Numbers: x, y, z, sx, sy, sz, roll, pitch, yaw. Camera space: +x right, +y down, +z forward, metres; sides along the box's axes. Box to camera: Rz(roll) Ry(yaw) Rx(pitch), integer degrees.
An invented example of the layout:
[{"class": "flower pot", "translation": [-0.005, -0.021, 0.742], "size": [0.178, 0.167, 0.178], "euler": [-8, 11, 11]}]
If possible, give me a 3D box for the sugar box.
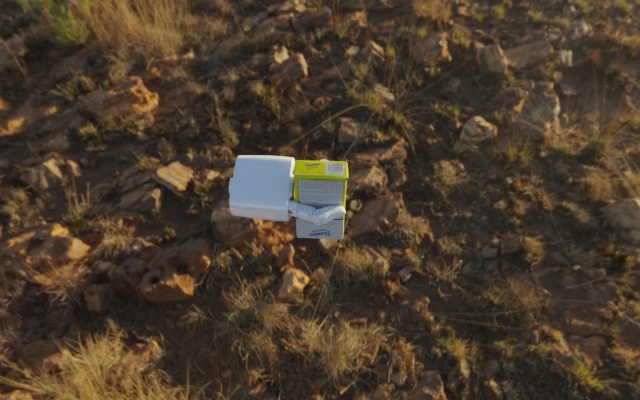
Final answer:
[{"class": "sugar box", "translation": [0.000, 0.002, 0.880], "size": [0.093, 0.048, 0.176], "euler": [2, -38, 0]}]
